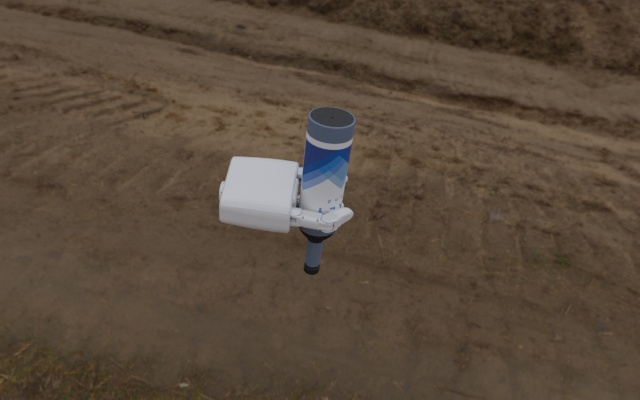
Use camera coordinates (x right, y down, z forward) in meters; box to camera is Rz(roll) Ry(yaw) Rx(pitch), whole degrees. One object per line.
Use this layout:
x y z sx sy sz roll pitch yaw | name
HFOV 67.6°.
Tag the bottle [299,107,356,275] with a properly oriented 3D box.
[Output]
0.000 0.002 0.749 0.069 0.296 0.069 5 36 -4 | bottle
